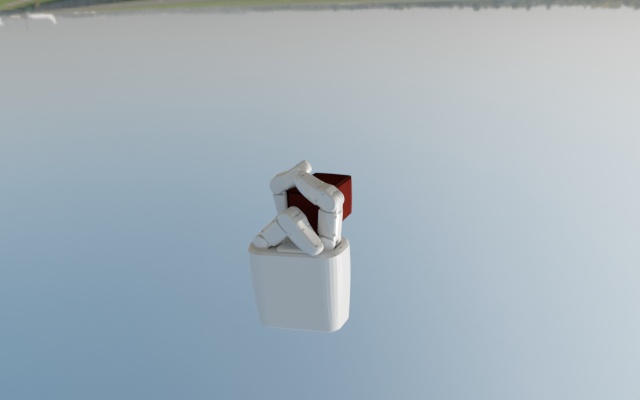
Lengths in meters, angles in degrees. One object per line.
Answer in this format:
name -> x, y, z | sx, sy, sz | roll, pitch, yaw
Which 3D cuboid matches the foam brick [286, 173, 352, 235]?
foam brick -> 0.000, 0.002, 0.589 | 0.053, 0.051, 0.078 | 8, 24, 27
